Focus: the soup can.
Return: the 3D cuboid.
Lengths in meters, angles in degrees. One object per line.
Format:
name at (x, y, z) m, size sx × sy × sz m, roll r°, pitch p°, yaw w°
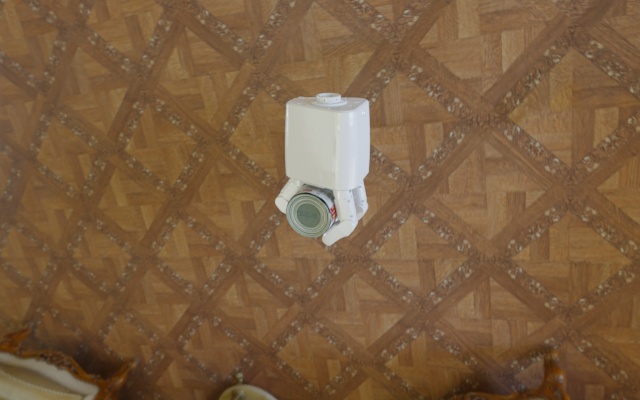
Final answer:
soup can at (0.000, 0.003, 0.689) m, size 0.068 × 0.068 × 0.102 m, roll 0°, pitch 22°, yaw 21°
